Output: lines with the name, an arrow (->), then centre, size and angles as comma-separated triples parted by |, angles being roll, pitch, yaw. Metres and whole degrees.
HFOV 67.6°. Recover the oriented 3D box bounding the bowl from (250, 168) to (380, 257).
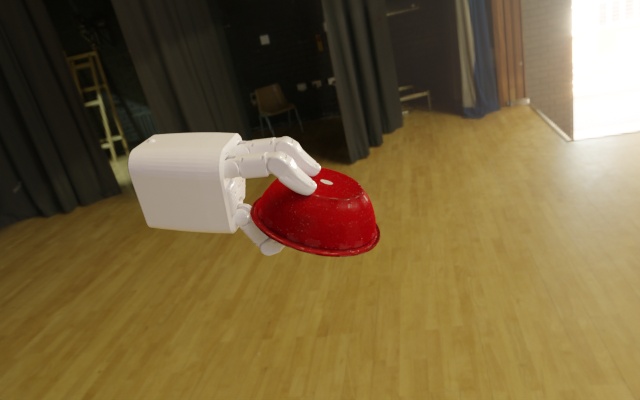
bowl -> 0.001, 0.002, 0.574 | 0.162, 0.055, 0.162 | 11, 24, -5
